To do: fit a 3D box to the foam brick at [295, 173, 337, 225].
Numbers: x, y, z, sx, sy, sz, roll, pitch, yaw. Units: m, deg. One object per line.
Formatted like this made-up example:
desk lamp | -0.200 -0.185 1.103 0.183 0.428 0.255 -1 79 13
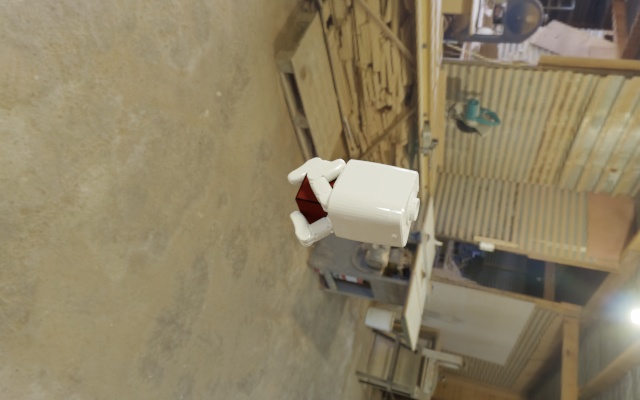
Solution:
foam brick | 0.000 0.003 0.747 0.051 0.053 0.078 12 -29 20
